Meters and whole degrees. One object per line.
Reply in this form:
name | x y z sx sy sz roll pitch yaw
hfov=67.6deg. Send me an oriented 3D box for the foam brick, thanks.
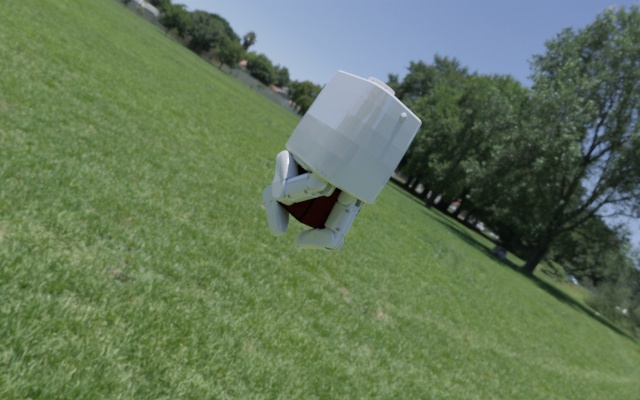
foam brick | 0.000 0.002 0.548 0.078 0.051 0.053 26 10 -48
